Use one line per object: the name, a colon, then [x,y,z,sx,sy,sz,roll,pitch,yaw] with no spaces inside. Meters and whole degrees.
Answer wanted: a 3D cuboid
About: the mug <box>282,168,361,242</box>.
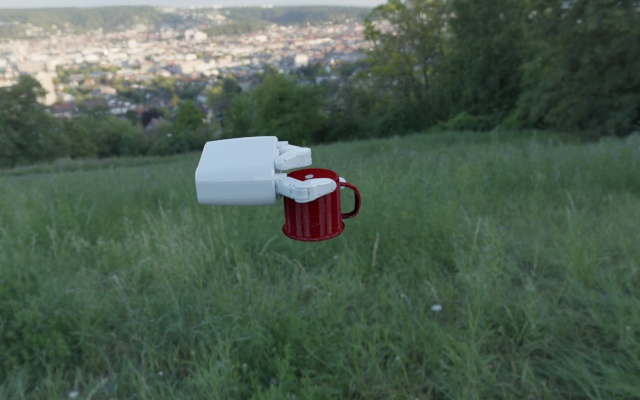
mug: [0.002,0.002,0.687,0.117,0.081,0.093,-3,21,-1]
